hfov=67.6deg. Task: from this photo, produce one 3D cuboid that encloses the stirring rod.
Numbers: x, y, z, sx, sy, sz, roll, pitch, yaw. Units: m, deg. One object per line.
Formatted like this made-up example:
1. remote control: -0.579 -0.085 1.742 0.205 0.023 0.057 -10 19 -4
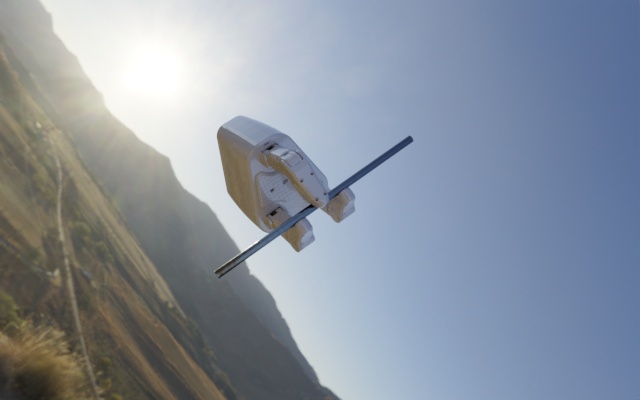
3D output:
1. stirring rod: 0.000 0.002 0.467 0.239 0.011 0.011 -35 11 -16
